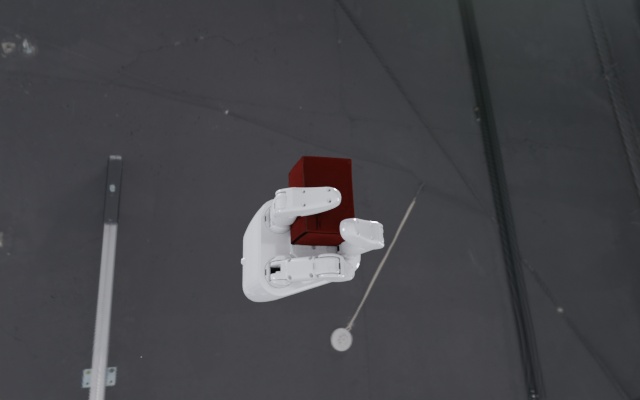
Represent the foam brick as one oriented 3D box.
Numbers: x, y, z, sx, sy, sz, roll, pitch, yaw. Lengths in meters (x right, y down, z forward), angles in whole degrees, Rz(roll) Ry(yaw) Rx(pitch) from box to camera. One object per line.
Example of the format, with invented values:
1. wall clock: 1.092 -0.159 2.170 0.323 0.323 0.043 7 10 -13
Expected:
1. foam brick: 0.000 0.001 0.472 0.053 0.078 0.051 4 -18 -19
